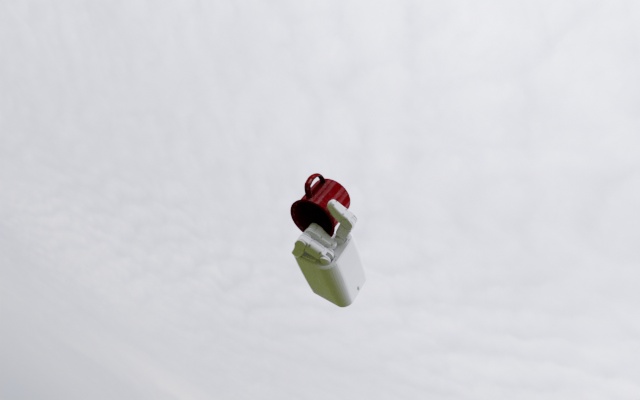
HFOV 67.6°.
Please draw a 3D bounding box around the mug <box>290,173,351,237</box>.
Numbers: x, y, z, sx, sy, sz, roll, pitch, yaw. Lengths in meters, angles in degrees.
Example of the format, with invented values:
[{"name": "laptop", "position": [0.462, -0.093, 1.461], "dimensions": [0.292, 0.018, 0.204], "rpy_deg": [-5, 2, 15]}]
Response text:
[{"name": "mug", "position": [0.000, 0.002, 0.877], "dimensions": [0.093, 0.117, 0.081], "rpy_deg": [3, 38, 35]}]
